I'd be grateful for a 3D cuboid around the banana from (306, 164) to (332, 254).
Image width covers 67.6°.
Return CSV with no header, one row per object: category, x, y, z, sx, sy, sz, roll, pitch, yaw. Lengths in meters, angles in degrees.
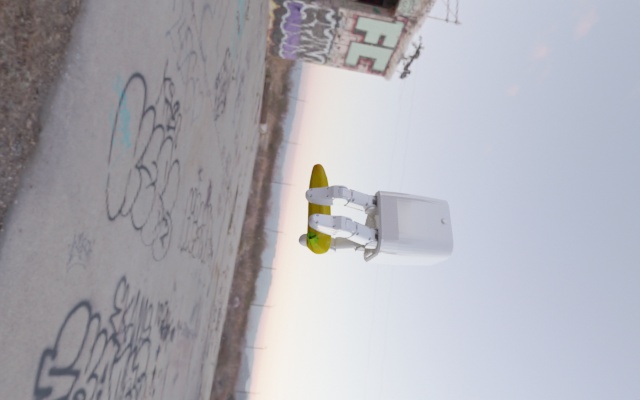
banana,-0.001,0.020,0.711,0.037,0.070,0.197,3,33,-2
